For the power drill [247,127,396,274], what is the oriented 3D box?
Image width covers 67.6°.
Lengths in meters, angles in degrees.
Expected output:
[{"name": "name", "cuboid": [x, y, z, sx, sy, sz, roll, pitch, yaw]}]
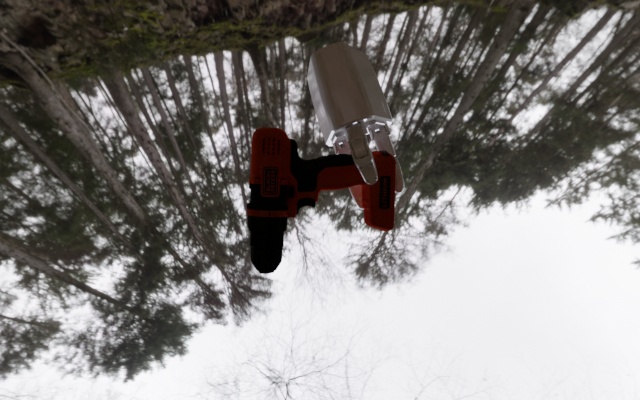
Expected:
[{"name": "power drill", "cuboid": [0.001, 0.002, 0.614, 0.187, 0.184, 0.057, 1, 5, -13]}]
